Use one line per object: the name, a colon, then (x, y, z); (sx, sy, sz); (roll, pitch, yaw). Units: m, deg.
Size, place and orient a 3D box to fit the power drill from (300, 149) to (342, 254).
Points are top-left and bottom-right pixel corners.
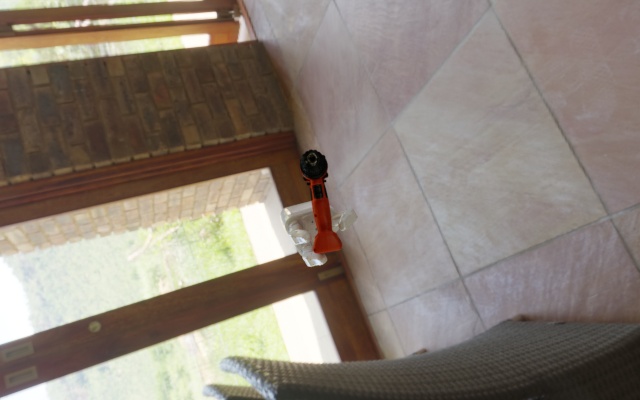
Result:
power drill: (0.000, 0.003, 0.897); (0.057, 0.187, 0.184); (-8, -5, 3)
